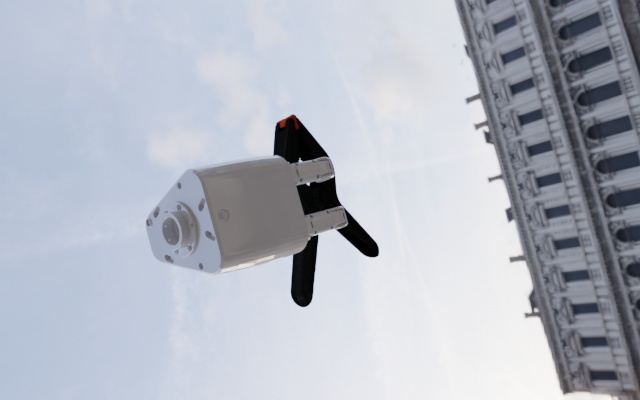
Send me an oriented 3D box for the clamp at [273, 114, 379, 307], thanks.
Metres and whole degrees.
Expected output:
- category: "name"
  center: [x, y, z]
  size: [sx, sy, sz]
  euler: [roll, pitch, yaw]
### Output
- category: "clamp"
  center: [-0.001, 0.002, 0.568]
  size: [0.036, 0.210, 0.164]
  euler: [-17, -2, 38]
